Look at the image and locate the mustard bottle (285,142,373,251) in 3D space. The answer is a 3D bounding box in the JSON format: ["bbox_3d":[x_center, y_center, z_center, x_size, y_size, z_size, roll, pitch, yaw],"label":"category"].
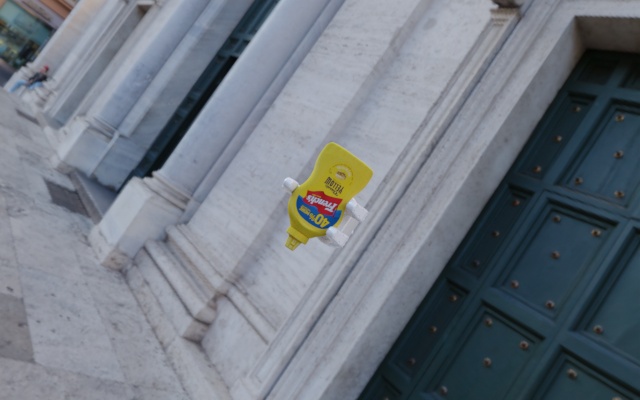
[{"bbox_3d":[0.000,0.002,0.817,0.096,0.191,0.058,35,-4,-8],"label":"mustard bottle"}]
